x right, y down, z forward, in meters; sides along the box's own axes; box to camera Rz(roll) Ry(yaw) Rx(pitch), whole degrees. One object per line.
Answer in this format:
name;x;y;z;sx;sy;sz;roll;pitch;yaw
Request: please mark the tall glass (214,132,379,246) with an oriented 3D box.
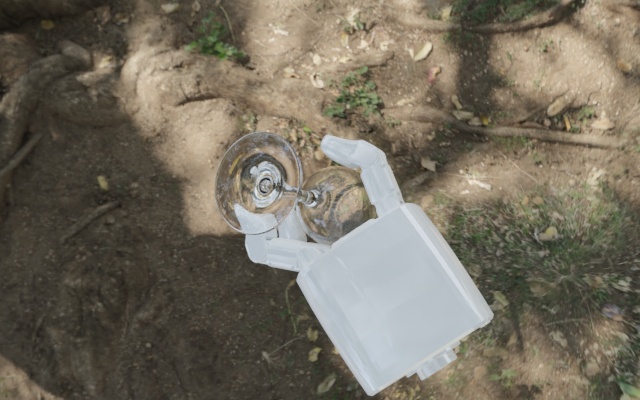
tall glass;0.000;0.001;0.423;0.079;0.079;0.201;0;-8;27
